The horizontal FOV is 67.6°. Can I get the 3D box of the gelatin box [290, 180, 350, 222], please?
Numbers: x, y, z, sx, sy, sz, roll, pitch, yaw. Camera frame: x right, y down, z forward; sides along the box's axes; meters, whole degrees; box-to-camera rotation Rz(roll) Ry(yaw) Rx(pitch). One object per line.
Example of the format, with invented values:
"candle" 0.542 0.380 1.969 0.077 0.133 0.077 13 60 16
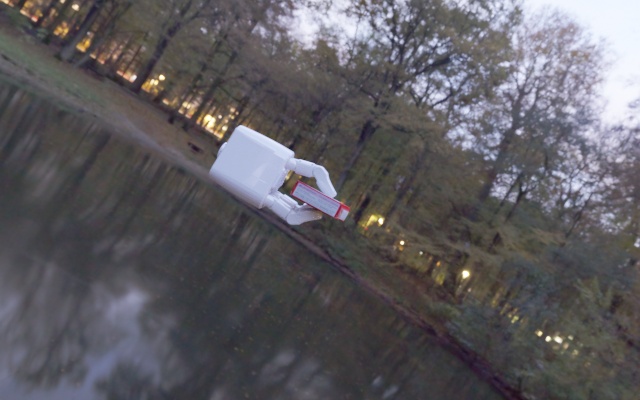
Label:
"gelatin box" 0.001 0.002 0.809 0.089 0.030 0.073 27 0 15
